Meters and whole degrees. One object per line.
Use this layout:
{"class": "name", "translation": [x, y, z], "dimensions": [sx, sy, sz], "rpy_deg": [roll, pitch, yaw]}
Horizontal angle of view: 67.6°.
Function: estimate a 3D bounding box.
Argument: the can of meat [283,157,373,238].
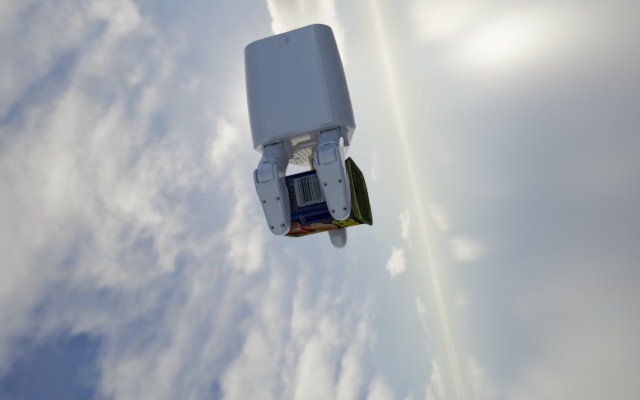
{"class": "can of meat", "translation": [0.000, 0.002, 0.460], "dimensions": [0.084, 0.057, 0.102], "rpy_deg": [-12, -10, 11]}
